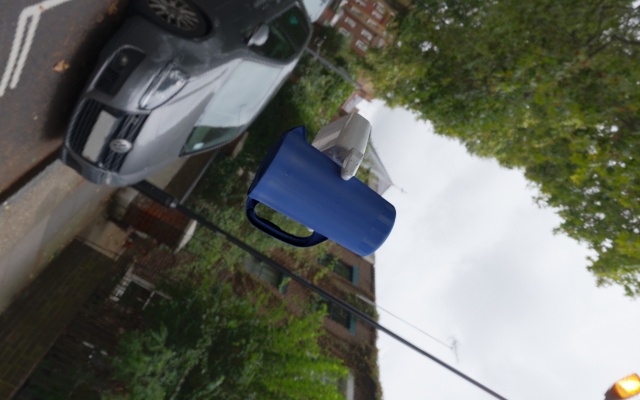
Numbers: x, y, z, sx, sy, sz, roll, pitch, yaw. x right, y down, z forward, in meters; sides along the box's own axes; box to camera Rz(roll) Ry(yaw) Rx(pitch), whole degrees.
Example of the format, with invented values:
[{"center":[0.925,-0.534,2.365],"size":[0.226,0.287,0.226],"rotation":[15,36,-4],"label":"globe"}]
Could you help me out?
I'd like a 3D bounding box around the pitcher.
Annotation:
[{"center":[0.000,0.003,0.821],"size":[0.243,0.145,0.149],"rotation":[32,-41,-13],"label":"pitcher"}]
